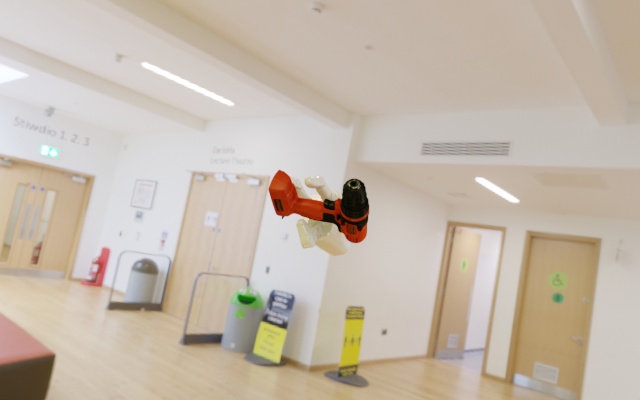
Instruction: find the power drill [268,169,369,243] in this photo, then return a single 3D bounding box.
[{"bbox_3d":[0.000,0.003,0.884,0.187,0.057,0.185,18,-31,16],"label":"power drill"}]
